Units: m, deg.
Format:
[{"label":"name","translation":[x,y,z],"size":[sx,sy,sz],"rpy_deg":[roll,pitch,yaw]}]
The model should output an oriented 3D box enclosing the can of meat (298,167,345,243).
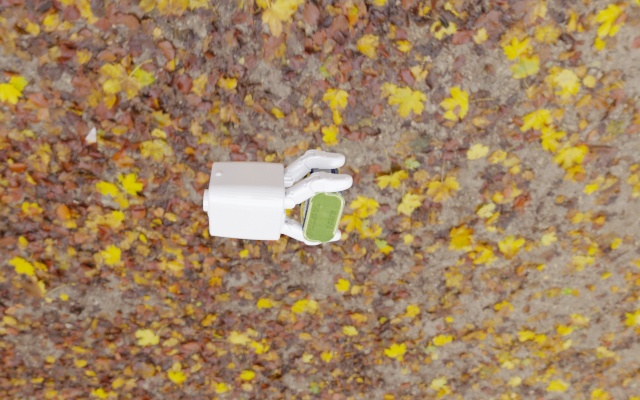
[{"label":"can of meat","translation":[0.000,0.003,0.734],"size":[0.057,0.102,0.084],"rpy_deg":[6,36,-10]}]
